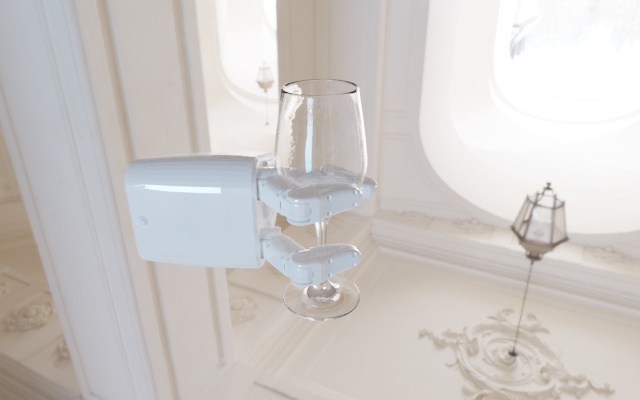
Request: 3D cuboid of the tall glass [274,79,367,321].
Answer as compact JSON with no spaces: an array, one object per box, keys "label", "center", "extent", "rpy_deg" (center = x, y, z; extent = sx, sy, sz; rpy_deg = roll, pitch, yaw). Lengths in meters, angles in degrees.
[{"label":"tall glass","center":[0.000,0.002,0.415],"extent":[0.079,0.201,0.079],"rpy_deg":[0,25,0]}]
